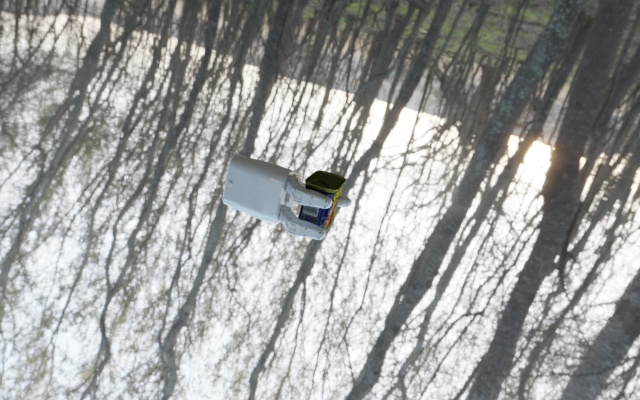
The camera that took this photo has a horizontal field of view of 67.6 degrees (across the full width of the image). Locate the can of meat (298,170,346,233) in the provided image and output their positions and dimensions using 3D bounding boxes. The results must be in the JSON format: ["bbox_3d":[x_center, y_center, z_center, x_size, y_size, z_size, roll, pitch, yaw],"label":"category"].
[{"bbox_3d":[0.000,0.003,0.815,0.057,0.084,0.102,18,18,9],"label":"can of meat"}]
